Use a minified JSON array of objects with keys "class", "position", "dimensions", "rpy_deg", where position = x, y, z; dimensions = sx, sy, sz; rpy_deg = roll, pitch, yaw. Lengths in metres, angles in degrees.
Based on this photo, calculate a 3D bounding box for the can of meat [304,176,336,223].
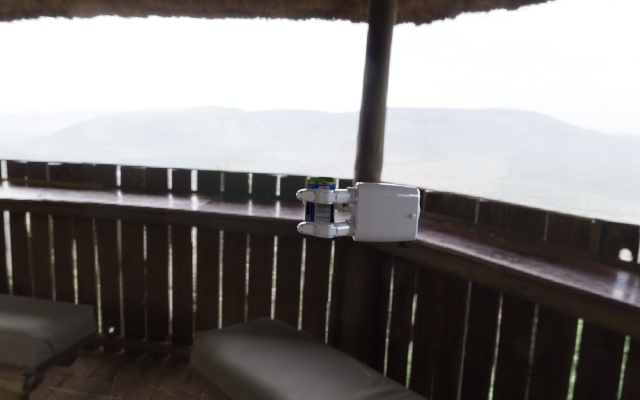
[{"class":"can of meat","position":[0.000,0.002,0.842],"dimensions":[0.057,0.084,0.102],"rpy_deg":[3,8,0]}]
